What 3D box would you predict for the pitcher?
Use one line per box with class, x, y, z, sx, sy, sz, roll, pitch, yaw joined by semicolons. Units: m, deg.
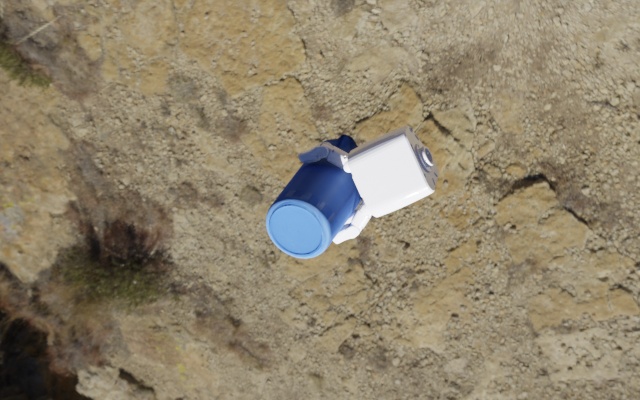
pitcher;0.000;0.003;0.828;0.145;0.149;0.242;-23;16;29
